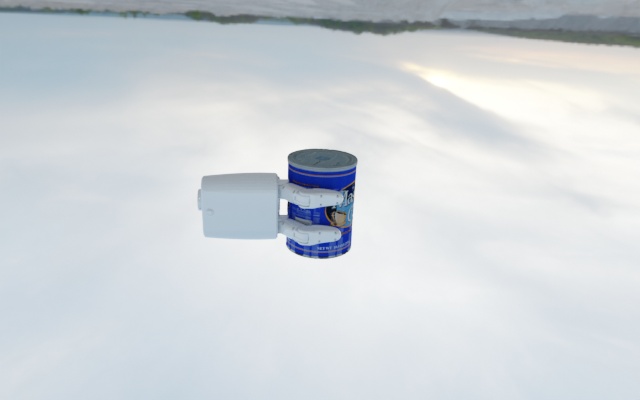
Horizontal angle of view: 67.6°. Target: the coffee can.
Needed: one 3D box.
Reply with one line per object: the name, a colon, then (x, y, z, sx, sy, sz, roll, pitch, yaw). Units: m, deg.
coffee can: (0.000, 0.002, 0.715, 0.103, 0.140, 0.102, 2, 21, -1)
